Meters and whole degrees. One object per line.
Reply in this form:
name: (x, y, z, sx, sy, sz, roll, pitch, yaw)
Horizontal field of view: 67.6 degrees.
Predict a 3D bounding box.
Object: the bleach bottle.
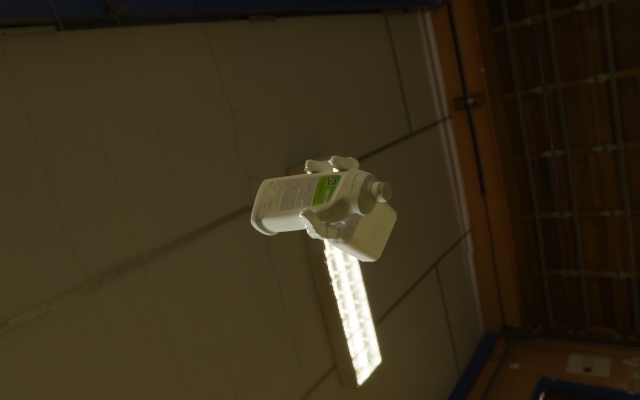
bleach bottle: (0.000, 0.002, 0.791, 0.251, 0.102, 0.068, -5, -27, 38)
